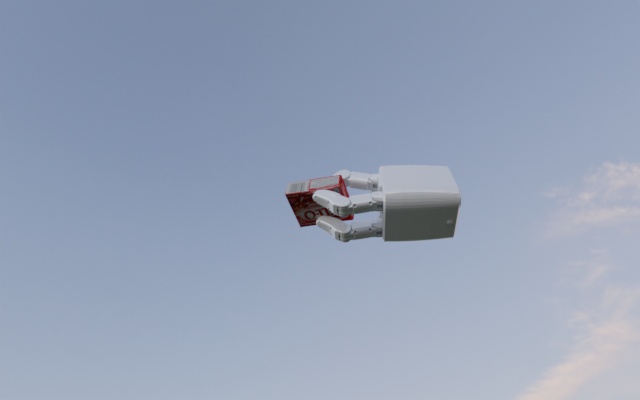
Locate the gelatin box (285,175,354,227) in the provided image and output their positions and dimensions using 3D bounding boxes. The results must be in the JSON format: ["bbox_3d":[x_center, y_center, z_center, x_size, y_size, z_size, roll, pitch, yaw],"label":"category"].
[{"bbox_3d":[0.000,0.002,0.726,0.089,0.073,0.030,-8,42,17],"label":"gelatin box"}]
